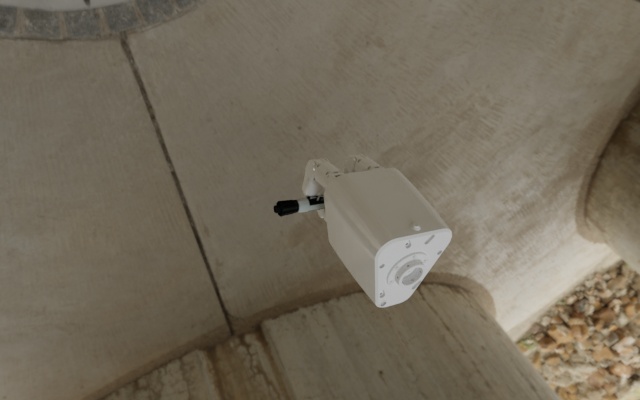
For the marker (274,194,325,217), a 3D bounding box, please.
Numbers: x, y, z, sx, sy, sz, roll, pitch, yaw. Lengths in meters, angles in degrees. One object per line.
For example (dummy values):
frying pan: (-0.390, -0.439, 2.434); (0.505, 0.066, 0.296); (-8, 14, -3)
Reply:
marker: (0.000, 0.002, 0.587); (0.121, 0.020, 0.020); (-9, 4, -26)
